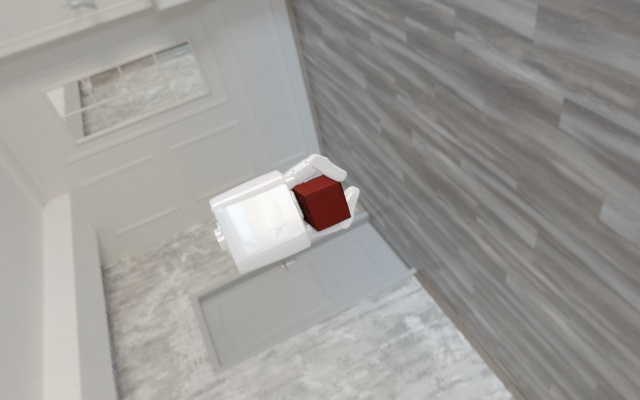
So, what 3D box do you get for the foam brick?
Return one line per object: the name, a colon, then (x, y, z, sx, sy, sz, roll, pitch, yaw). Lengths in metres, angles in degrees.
foam brick: (0.000, 0.002, 0.646, 0.051, 0.053, 0.078, -22, 15, -12)
